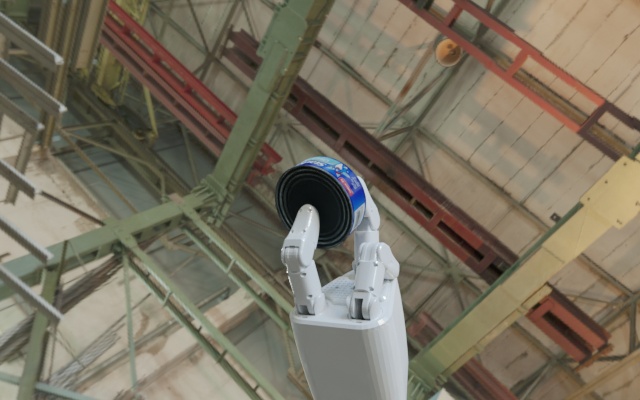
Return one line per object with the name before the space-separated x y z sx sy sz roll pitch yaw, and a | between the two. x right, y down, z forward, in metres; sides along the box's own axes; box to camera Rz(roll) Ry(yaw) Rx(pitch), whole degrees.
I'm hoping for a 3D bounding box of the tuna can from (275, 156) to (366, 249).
tuna can | 0.000 0.001 0.460 0.086 0.086 0.033 0 22 33
